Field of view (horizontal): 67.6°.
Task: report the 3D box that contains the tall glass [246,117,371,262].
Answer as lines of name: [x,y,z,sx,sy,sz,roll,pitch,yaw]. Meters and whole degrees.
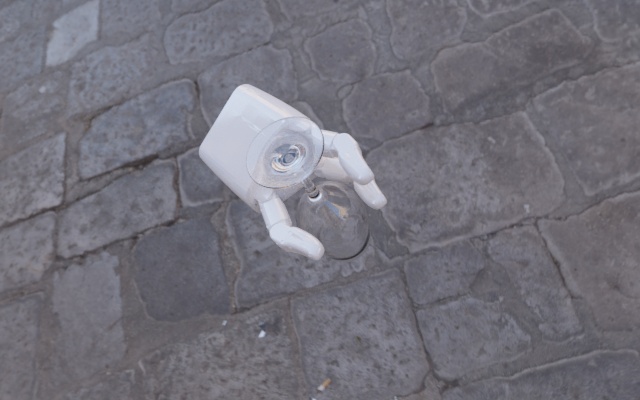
tall glass: [0.000,0.001,0.499,0.079,0.079,0.201,0,-27,21]
